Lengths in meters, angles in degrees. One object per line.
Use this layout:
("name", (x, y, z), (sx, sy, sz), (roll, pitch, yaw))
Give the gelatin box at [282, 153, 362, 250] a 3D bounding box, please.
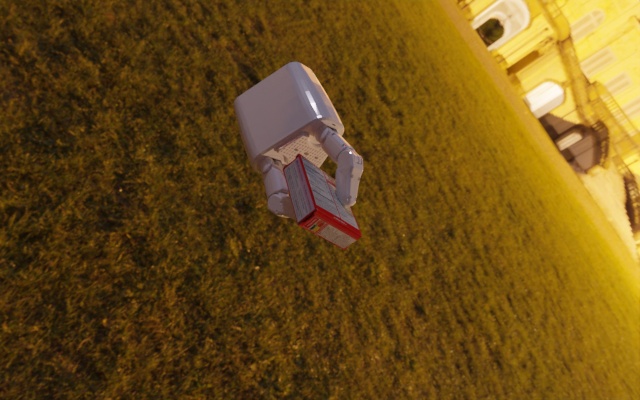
("gelatin box", (0.000, 0.002, 0.510), (0.030, 0.089, 0.073), (-40, -47, 20))
